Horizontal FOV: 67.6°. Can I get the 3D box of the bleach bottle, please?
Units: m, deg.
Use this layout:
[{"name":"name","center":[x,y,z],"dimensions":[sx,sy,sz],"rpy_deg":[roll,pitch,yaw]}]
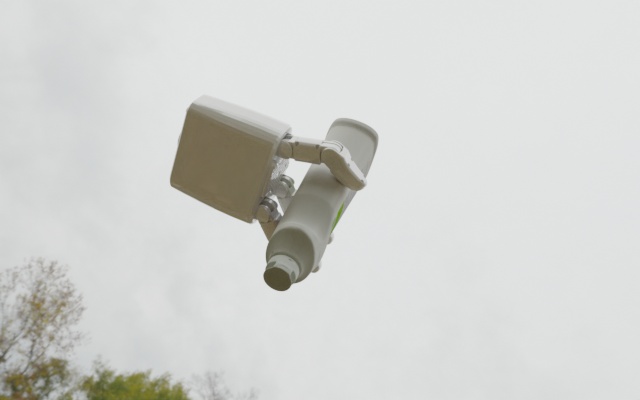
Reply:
[{"name":"bleach bottle","center":[0.000,0.002,0.530],"dimensions":[0.068,0.103,0.250],"rpy_deg":[21,36,7]}]
